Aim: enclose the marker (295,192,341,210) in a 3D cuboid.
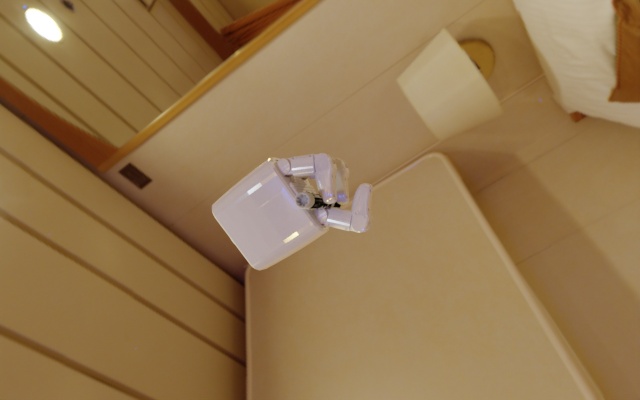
[{"bbox_3d":[0.000,0.002,0.583,0.020,0.020,0.121,0,-2,20],"label":"marker"}]
